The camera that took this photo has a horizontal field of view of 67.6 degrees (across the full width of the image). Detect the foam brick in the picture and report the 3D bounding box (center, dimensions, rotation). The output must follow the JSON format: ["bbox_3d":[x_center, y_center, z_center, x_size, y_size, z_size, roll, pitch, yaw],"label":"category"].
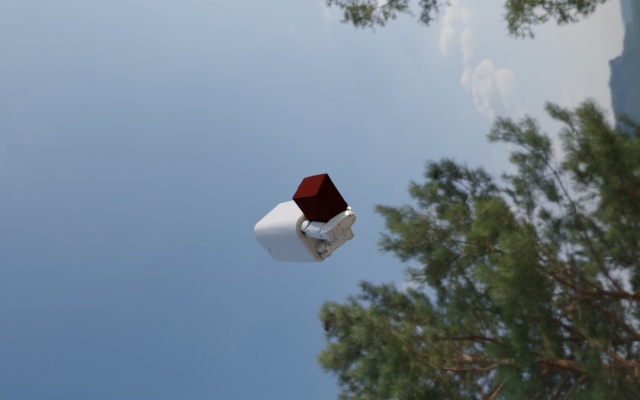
[{"bbox_3d":[0.000,0.002,0.788,0.051,0.053,0.078,-6,-48,37],"label":"foam brick"}]
